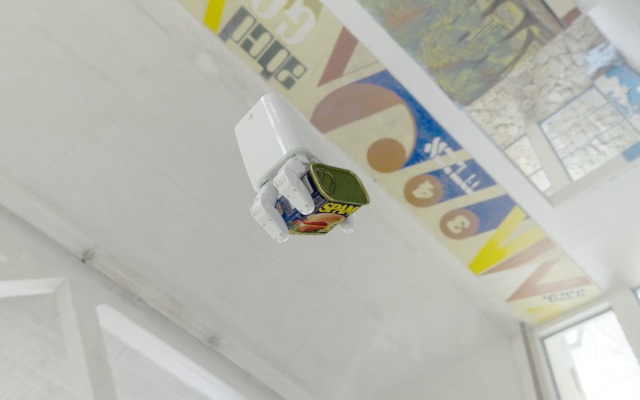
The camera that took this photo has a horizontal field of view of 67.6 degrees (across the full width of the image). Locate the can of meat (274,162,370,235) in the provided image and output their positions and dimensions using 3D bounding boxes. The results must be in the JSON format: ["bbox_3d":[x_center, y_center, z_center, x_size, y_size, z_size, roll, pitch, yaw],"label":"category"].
[{"bbox_3d":[0.000,0.002,0.625,0.084,0.057,0.102,-40,-28,29],"label":"can of meat"}]
